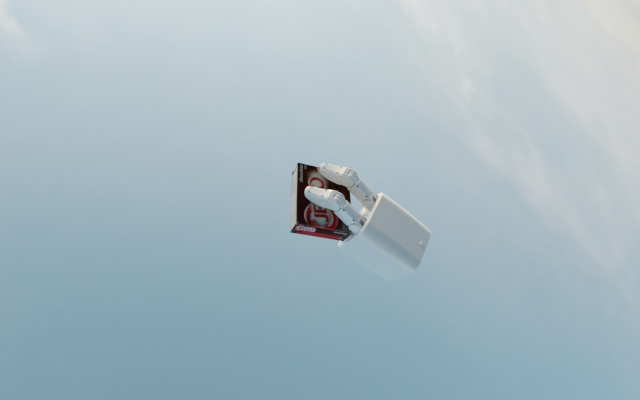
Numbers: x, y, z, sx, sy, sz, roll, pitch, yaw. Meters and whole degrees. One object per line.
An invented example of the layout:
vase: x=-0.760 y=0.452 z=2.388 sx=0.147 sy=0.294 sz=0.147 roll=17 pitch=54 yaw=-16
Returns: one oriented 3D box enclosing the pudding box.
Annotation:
pudding box: x=0.000 y=0.003 z=0.747 sx=0.090 sy=0.113 sz=0.039 roll=11 pitch=-35 yaw=-19
